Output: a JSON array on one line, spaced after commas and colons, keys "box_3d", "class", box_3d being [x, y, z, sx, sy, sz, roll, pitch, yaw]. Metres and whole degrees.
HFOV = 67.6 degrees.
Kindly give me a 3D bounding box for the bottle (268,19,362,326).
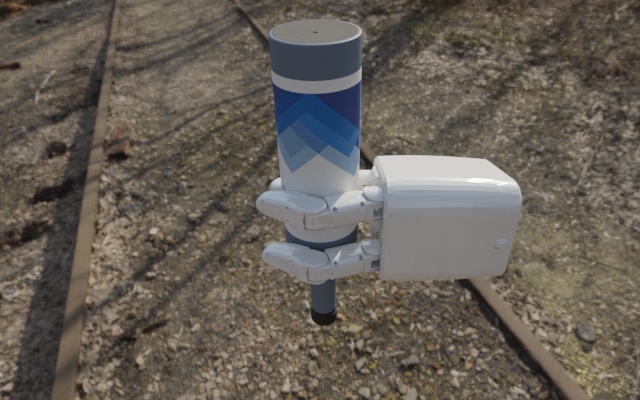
[{"box_3d": [0.000, 0.001, 0.421, 0.069, 0.296, 0.069, -1, 35, 1], "class": "bottle"}]
